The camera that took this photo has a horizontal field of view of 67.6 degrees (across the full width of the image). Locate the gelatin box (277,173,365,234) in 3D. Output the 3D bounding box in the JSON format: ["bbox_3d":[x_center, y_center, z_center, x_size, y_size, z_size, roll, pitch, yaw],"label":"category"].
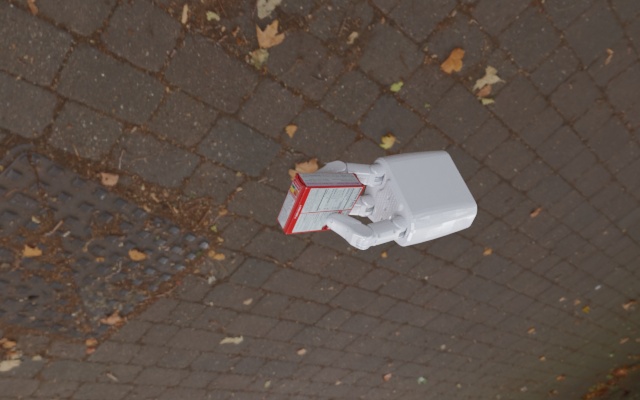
[{"bbox_3d":[0.000,0.002,0.576,0.089,0.073,0.030,-4,44,-36],"label":"gelatin box"}]
